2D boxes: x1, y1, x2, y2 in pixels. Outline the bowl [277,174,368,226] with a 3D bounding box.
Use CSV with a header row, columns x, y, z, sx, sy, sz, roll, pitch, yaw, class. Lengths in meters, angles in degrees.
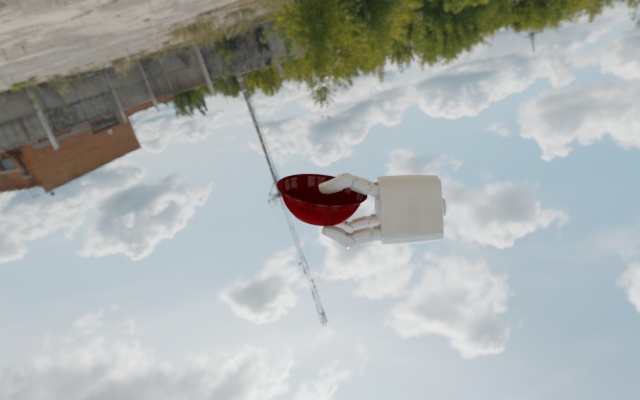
x,y,z,sx,sy,sz,roll,pitch,yaw,class
-0.001,0.003,0.850,0.162,0.055,0.162,7,21,-3,bowl
